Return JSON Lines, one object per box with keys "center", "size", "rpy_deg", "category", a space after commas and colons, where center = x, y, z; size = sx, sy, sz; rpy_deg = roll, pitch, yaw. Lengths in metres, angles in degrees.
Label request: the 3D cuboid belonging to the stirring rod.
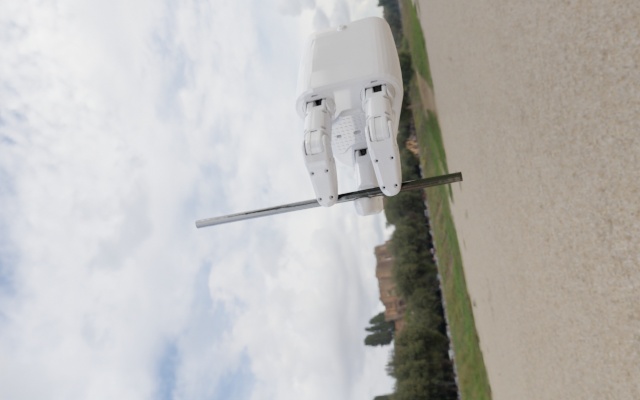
{"center": [0.000, 0.001, 0.417], "size": [0.239, 0.011, 0.011], "rpy_deg": [-10, -3, 14], "category": "stirring rod"}
